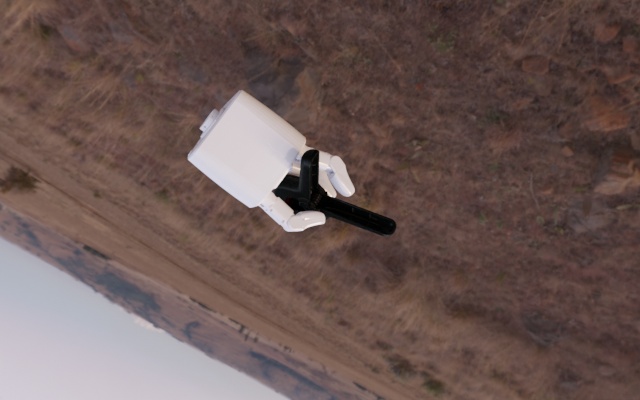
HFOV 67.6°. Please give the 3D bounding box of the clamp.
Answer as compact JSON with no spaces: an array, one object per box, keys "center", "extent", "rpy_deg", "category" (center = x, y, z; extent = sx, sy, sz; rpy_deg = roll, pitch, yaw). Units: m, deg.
[{"center":[-0.001,0.003,0.676],"extent":[0.164,0.036,0.210],"rpy_deg":[39,-22,-18],"category":"clamp"}]
